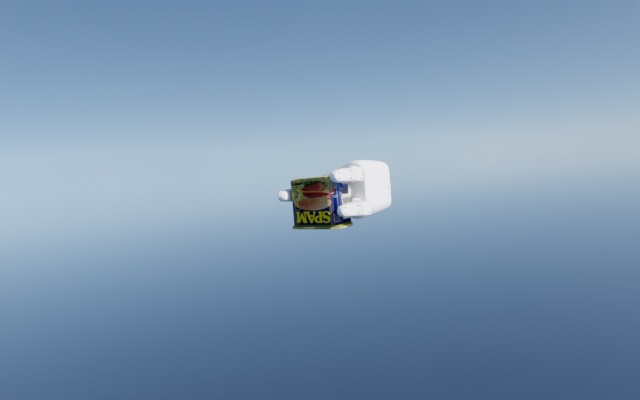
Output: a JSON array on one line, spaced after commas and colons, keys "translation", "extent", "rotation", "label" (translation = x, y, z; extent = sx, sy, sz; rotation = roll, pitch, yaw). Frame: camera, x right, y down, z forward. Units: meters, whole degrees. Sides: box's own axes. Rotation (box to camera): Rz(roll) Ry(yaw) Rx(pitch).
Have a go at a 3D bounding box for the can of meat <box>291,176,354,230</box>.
[{"translation": [0.000, 0.002, 0.786], "extent": [0.102, 0.084, 0.057], "rotation": [-2, 4, 36], "label": "can of meat"}]
